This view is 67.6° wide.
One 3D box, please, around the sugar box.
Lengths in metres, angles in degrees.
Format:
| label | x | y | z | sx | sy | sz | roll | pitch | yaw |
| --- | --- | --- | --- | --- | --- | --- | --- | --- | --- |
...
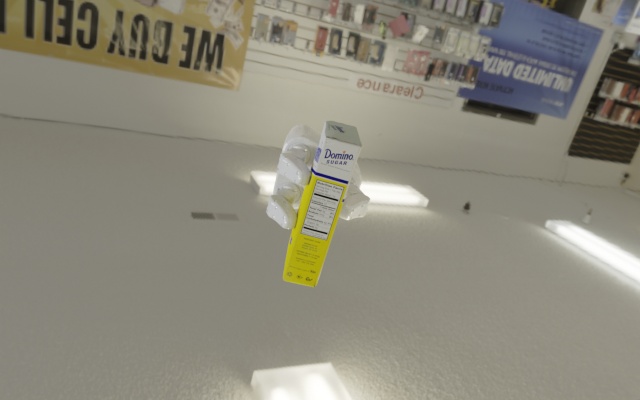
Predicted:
| label | x | y | z | sx | sy | sz | roll | pitch | yaw |
| --- | --- | --- | --- | --- | --- | --- | --- | --- | --- |
| sugar box | 0.000 | 0.002 | 0.553 | 0.048 | 0.176 | 0.093 | 13 | 20 | -5 |
